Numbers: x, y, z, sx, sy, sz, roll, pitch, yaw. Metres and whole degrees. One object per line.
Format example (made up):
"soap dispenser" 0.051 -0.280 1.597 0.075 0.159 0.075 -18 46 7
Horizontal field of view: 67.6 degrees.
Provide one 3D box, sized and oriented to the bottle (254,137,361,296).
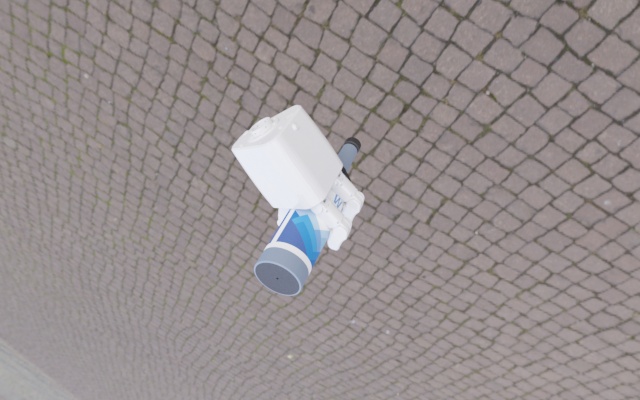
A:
"bottle" 0.000 0.003 0.698 0.069 0.069 0.295 0 41 30
